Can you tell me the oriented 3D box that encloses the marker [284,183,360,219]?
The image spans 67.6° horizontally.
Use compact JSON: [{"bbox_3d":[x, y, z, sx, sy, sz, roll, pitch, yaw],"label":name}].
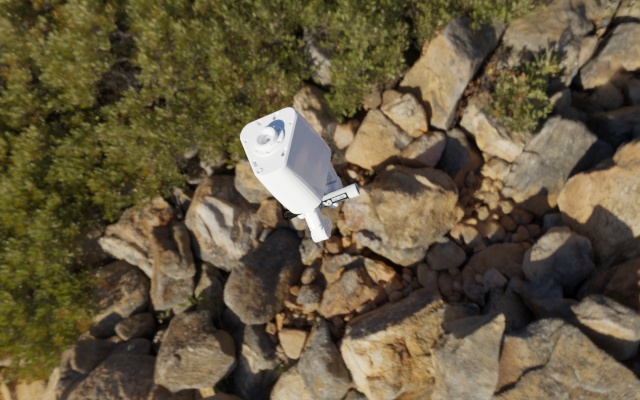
[{"bbox_3d":[0.000,0.002,0.714,0.121,0.020,0.020,-20,-6,18],"label":"marker"}]
